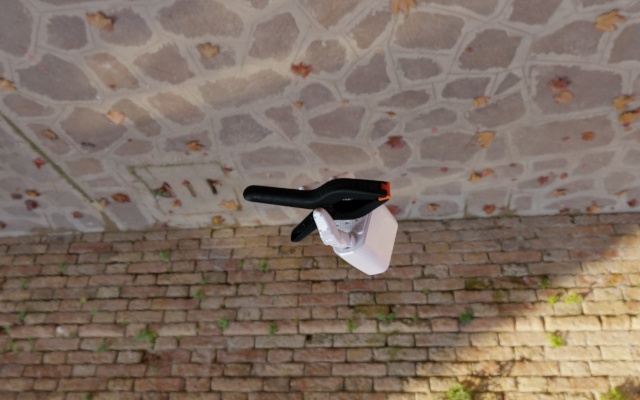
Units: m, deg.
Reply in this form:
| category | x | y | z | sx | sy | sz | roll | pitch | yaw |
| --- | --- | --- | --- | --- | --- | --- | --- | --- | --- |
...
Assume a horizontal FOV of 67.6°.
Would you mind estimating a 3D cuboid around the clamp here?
| category | x | y | z | sx | sy | sz | roll | pitch | yaw |
| --- | --- | --- | --- | --- | --- | --- | --- | --- | --- |
| clamp | 0.001 | 0.003 | 0.720 | 0.210 | 0.036 | 0.165 | -17 | -35 | 27 |
